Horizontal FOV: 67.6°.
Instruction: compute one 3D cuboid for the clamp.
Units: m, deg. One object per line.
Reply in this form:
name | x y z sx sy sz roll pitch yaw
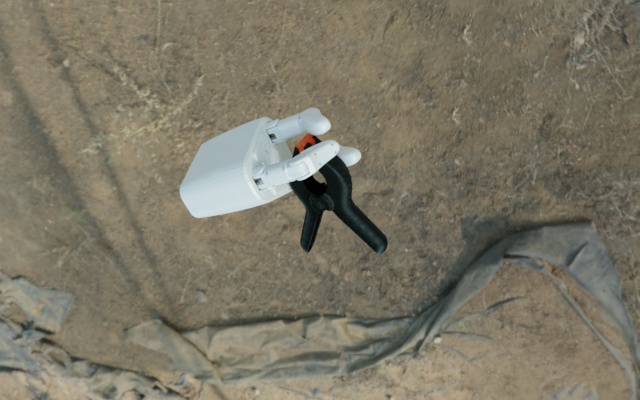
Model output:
clamp | 0.000 0.002 0.585 0.120 0.171 0.039 -15 25 28
